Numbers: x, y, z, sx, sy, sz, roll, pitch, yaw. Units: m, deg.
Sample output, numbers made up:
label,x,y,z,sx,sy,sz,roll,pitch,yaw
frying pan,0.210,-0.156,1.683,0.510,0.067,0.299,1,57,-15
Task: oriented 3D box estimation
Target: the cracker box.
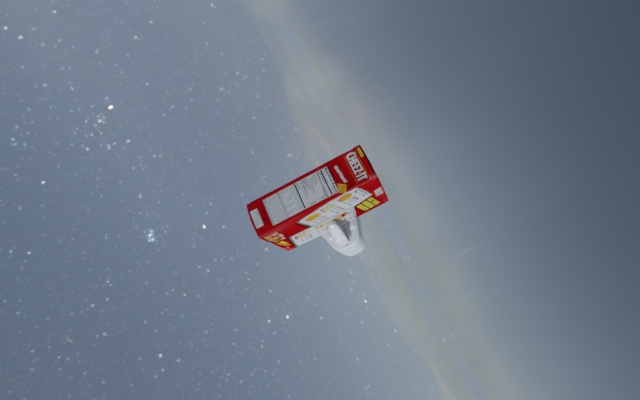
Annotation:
label,x,y,z,sx,sy,sz,roll,pitch,yaw
cracker box,0.000,0.003,0.827,0.214,0.072,0.164,-28,-19,6
